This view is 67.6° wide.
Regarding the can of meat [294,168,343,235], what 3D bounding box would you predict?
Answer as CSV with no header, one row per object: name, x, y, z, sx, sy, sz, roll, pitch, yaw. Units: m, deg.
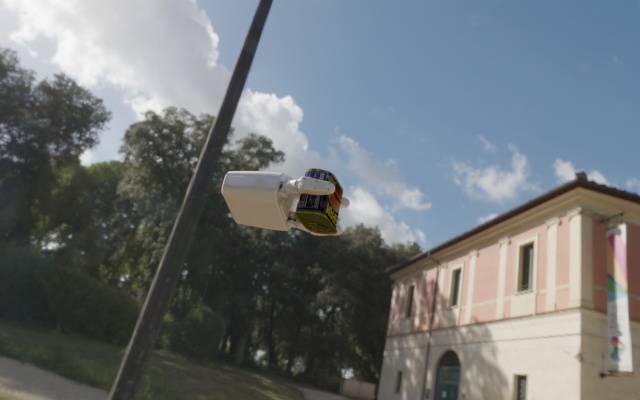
can of meat,0.000,0.002,0.832,0.057,0.084,0.102,4,-22,20
